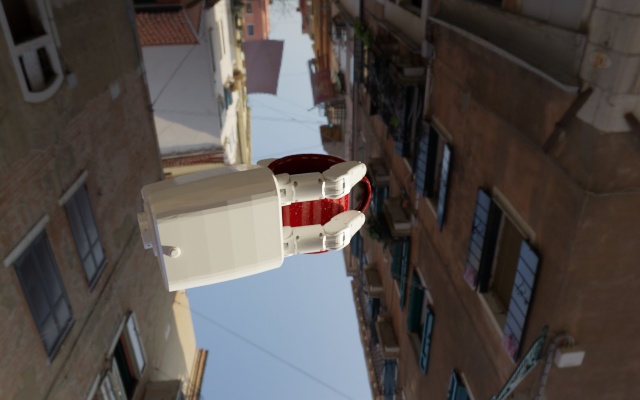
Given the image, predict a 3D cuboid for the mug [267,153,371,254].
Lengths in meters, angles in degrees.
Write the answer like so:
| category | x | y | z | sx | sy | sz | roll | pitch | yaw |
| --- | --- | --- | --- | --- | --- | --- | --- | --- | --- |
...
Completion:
| category | x | y | z | sx | sy | sz | roll | pitch | yaw |
| --- | --- | --- | --- | --- | --- | --- | --- | --- | --- |
| mug | 0.001 | 0.002 | 0.519 | 0.117 | 0.081 | 0.093 | -11 | 30 | -21 |
